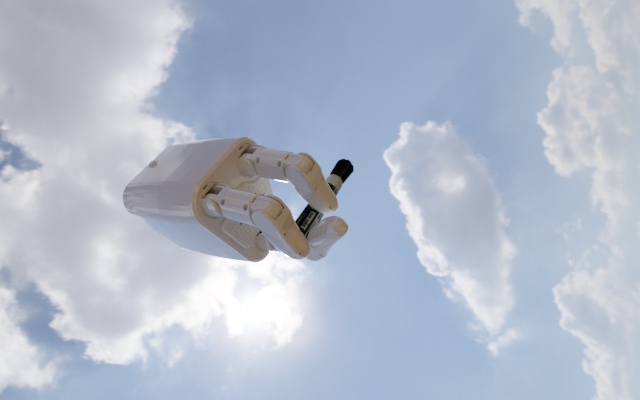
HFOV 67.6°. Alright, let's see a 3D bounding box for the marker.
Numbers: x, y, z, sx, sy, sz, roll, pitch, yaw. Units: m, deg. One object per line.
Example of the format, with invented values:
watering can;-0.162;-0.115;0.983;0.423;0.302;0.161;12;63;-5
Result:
marker;0.000;0.001;0.443;0.020;0.020;0.121;0;41;37
